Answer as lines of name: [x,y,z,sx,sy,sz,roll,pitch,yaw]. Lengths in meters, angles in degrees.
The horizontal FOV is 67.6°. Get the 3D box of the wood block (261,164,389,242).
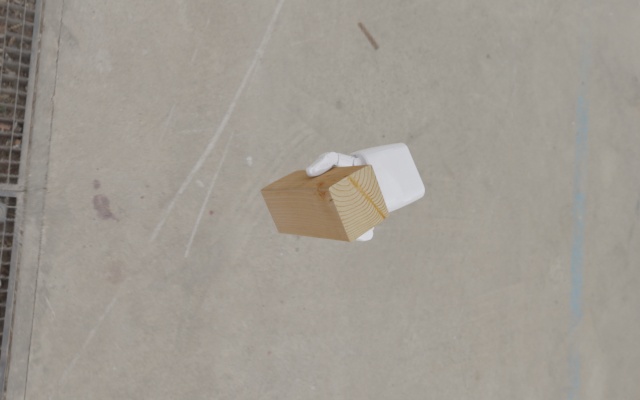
wood block: [0.000,0.002,0.782,0.090,0.091,0.206,-30,17,-31]
